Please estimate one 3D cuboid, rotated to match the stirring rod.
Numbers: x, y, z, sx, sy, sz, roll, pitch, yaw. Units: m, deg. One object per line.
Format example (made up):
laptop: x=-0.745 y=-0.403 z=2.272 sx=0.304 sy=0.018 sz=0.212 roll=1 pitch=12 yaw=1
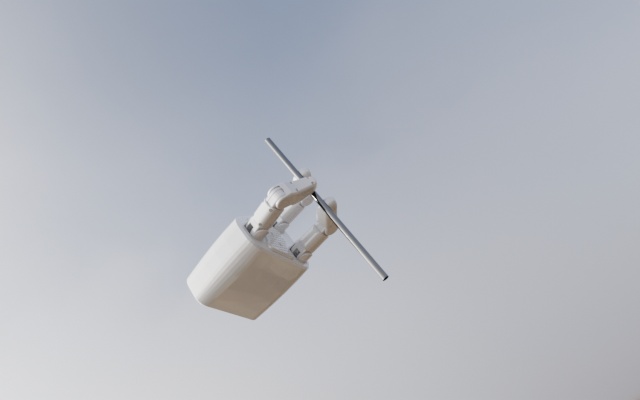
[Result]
stirring rod: x=0.000 y=0.002 z=0.558 sx=0.011 sy=0.011 sz=0.239 roll=0 pitch=42 yaw=-49
